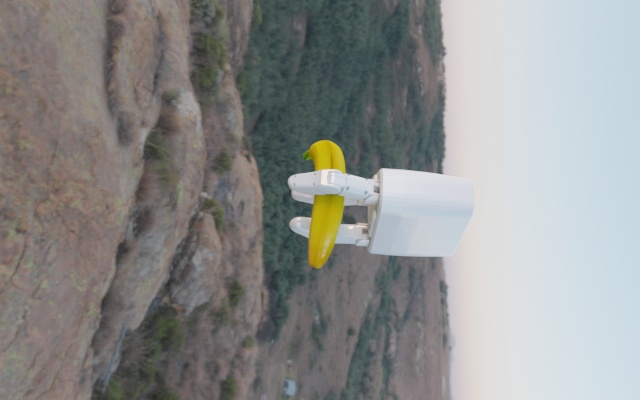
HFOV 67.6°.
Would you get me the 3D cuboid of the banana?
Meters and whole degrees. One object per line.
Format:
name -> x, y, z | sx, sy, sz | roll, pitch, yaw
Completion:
banana -> 0.006, -0.013, 0.570 | 0.037, 0.197, 0.070 | 13, -48, -14
